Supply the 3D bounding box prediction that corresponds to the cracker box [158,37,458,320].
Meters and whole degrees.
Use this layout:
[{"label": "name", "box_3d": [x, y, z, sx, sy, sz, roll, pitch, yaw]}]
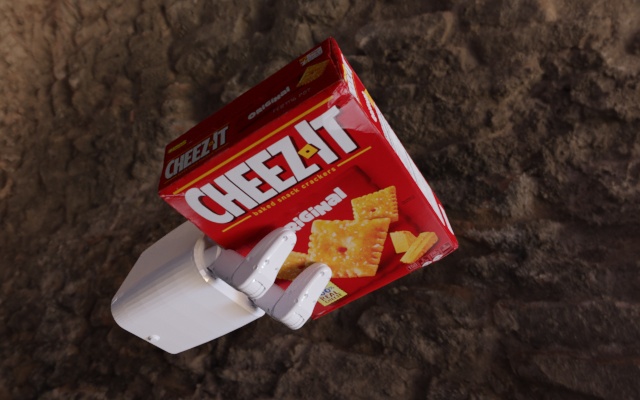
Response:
[{"label": "cracker box", "box_3d": [0.000, 0.001, 0.409, 0.164, 0.072, 0.214, -29, -50, 16]}]
